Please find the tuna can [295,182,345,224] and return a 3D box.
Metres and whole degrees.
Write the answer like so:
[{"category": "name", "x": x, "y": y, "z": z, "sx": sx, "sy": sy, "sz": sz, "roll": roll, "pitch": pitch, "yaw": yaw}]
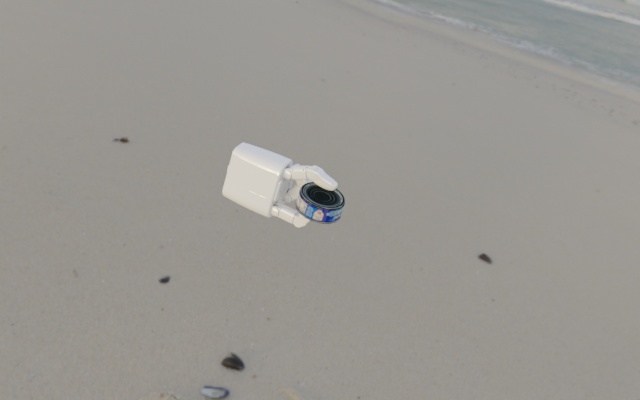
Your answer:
[{"category": "tuna can", "x": 0.000, "y": 0.002, "z": 0.856, "sx": 0.086, "sy": 0.034, "sz": 0.086, "roll": 13, "pitch": 32, "yaw": -8}]
